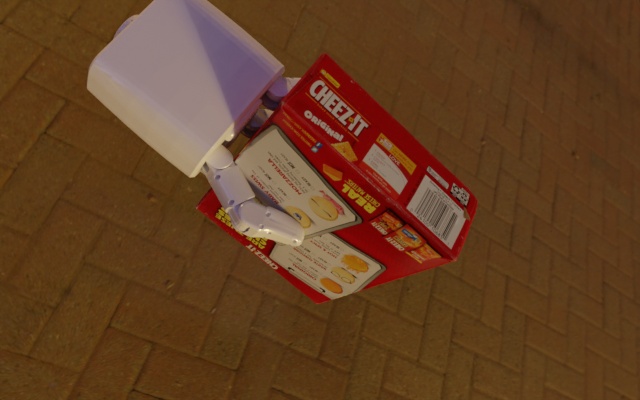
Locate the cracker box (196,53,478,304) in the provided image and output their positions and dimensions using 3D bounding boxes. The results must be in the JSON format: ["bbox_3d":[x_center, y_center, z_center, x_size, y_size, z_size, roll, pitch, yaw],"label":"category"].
[{"bbox_3d":[0.000,0.001,0.418,0.164,0.072,0.214,41,-33,-10],"label":"cracker box"}]
